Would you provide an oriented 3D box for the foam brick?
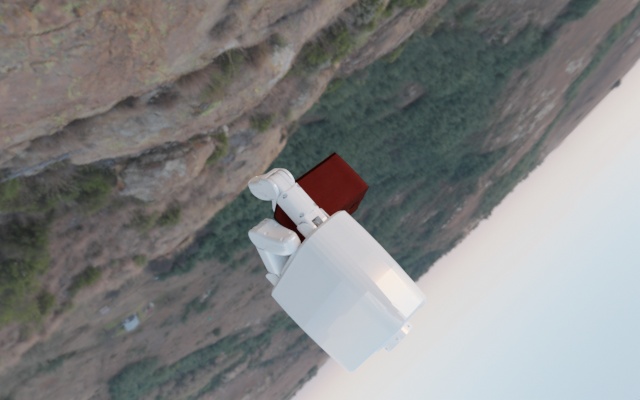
[{"bbox_3d":[0.000,0.001,0.473,0.078,0.051,0.053,-38,-17,-28],"label":"foam brick"}]
